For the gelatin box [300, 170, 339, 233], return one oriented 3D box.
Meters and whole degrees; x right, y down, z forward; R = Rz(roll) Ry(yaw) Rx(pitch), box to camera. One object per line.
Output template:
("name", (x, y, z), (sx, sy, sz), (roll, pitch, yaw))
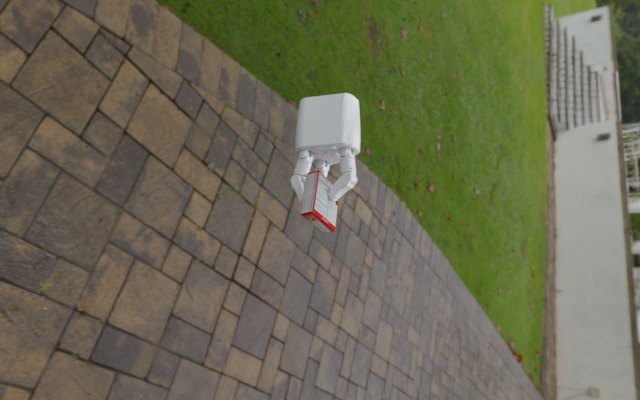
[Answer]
("gelatin box", (0.000, 0.003, 0.844), (0.030, 0.089, 0.073), (-13, -36, 30))
